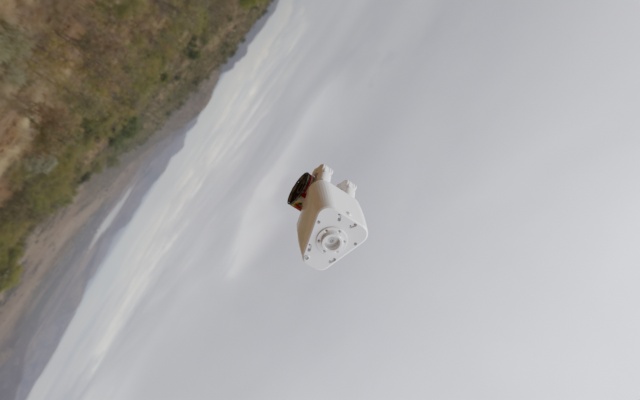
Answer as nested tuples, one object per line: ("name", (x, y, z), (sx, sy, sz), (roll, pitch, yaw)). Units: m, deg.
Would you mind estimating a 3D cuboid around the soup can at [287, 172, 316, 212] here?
("soup can", (0.000, 0.003, 0.873), (0.102, 0.068, 0.068), (32, -11, -18))
